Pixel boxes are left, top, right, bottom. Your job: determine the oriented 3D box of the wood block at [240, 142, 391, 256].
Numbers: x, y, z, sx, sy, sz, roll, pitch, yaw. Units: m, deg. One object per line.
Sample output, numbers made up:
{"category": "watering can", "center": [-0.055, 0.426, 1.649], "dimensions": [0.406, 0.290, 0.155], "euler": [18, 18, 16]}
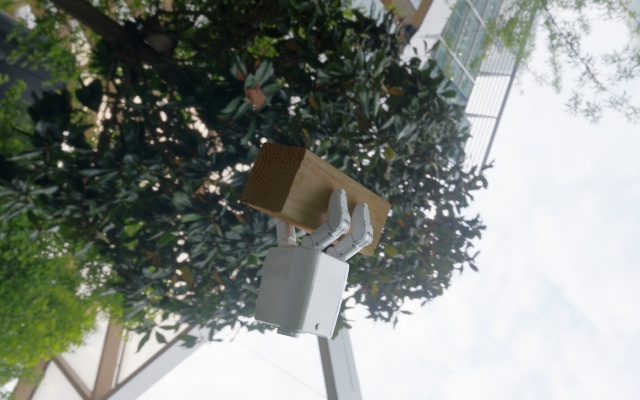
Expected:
{"category": "wood block", "center": [0.000, 0.003, 0.687], "dimensions": [0.091, 0.090, 0.206], "euler": [14, -11, 44]}
